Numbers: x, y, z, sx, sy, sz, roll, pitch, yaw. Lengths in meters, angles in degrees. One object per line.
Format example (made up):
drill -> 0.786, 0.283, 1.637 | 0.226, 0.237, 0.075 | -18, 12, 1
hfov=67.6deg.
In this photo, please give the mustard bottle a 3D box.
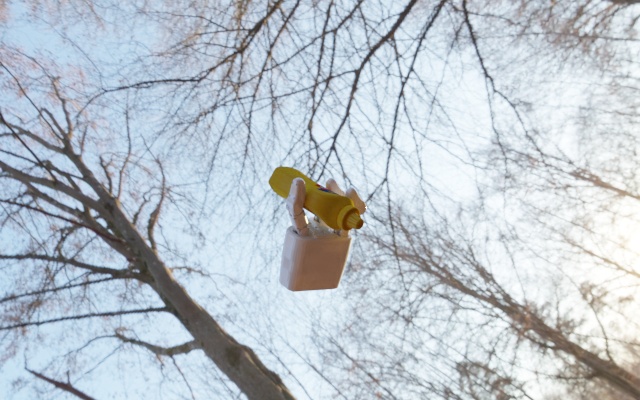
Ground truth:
mustard bottle -> 0.000, 0.002, 0.810 | 0.191, 0.058, 0.096 | 31, 1, 42
